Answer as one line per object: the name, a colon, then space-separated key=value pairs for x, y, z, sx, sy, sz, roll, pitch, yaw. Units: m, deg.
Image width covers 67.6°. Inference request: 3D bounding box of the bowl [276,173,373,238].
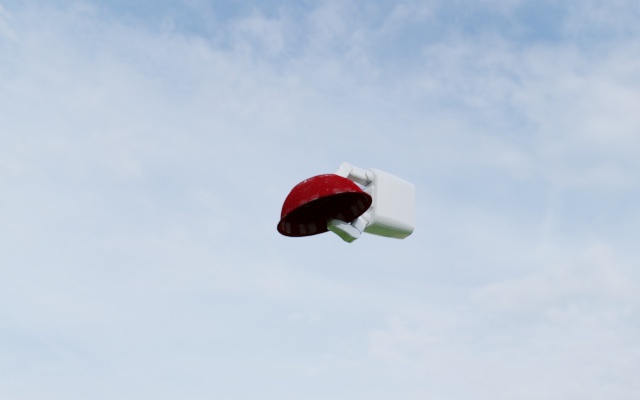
bowl: x=-0.001 y=0.002 z=0.776 sx=0.162 sy=0.055 sz=0.162 roll=-16 pitch=-22 yaw=-7
